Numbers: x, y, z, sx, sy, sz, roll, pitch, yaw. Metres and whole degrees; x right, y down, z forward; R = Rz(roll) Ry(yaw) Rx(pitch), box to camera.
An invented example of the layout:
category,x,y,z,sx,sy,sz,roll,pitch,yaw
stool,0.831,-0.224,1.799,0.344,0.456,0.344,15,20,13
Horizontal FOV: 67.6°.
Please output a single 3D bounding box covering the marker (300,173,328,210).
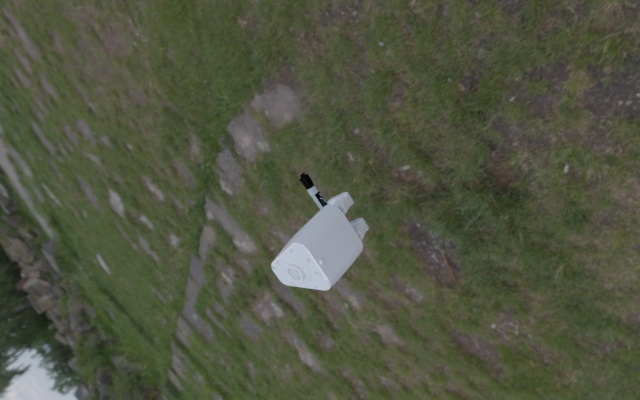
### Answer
category,x,y,z,sx,sy,sz,roll,pitch,yaw
marker,0.000,0.003,0.855,0.020,0.121,0.020,-32,12,8
